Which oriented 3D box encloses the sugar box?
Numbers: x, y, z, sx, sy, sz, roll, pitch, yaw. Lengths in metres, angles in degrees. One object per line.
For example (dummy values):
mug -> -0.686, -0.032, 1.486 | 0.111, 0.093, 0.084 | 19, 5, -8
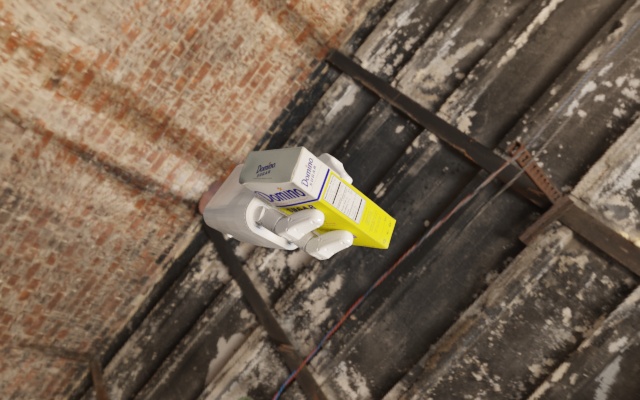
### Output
sugar box -> 0.000, 0.002, 0.551 | 0.093, 0.048, 0.176 | 0, -23, 45
